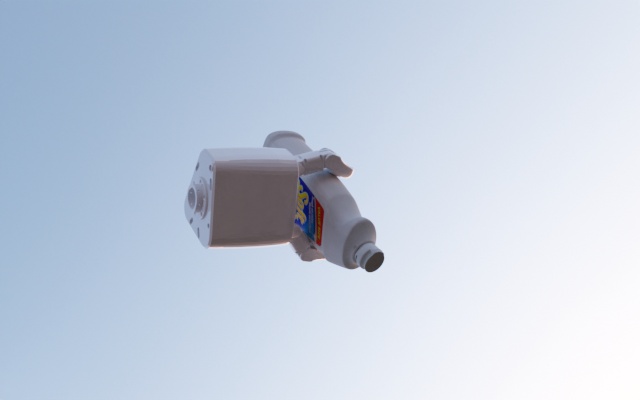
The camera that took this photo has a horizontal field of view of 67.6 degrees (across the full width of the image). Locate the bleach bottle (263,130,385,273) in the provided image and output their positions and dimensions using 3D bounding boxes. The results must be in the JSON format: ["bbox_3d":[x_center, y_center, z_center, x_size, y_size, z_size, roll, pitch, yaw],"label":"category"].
[{"bbox_3d":[0.000,0.002,0.626,0.068,0.103,0.250,-2,30,-35],"label":"bleach bottle"}]
